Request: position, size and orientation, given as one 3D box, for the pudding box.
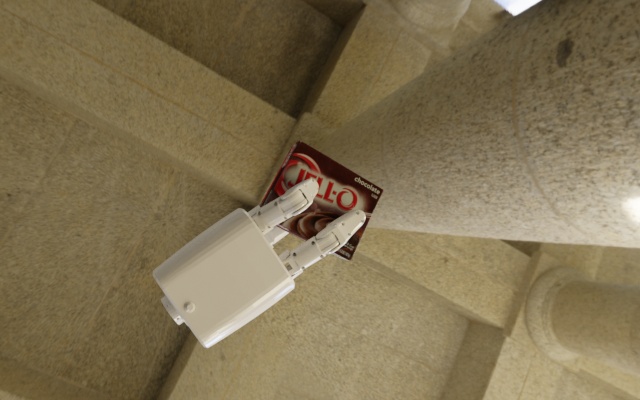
[{"bbox_3d":[0.000,0.002,0.523,0.113,0.090,0.039,30,-12,-15],"label":"pudding box"}]
